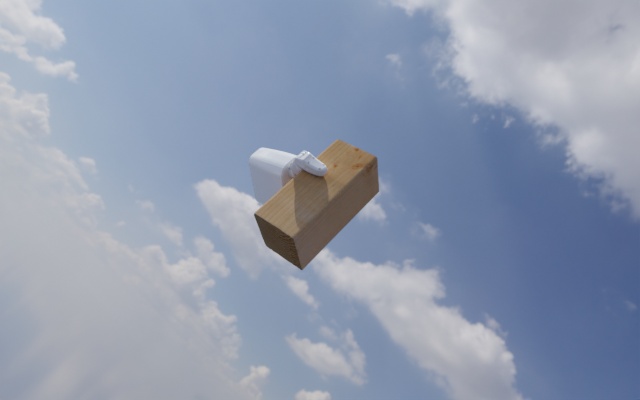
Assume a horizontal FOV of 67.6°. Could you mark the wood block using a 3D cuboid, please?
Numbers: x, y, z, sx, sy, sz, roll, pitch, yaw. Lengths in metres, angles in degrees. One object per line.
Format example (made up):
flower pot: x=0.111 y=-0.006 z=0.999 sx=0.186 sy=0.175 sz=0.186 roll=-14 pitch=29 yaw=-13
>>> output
wood block: x=0.000 y=0.002 z=0.798 sx=0.090 sy=0.091 sz=0.206 roll=30 pitch=60 yaw=31
